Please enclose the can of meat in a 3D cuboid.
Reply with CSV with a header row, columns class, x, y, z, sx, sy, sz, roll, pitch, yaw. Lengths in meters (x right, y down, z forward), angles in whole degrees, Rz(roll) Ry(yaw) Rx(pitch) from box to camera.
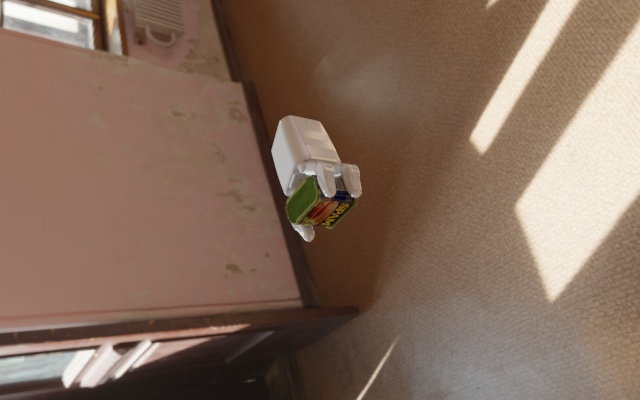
class,x,y,z,sx,sy,sz,roll,pitch,yaw
can of meat,0.000,0.003,0.822,0.084,0.057,0.102,5,-37,-37
